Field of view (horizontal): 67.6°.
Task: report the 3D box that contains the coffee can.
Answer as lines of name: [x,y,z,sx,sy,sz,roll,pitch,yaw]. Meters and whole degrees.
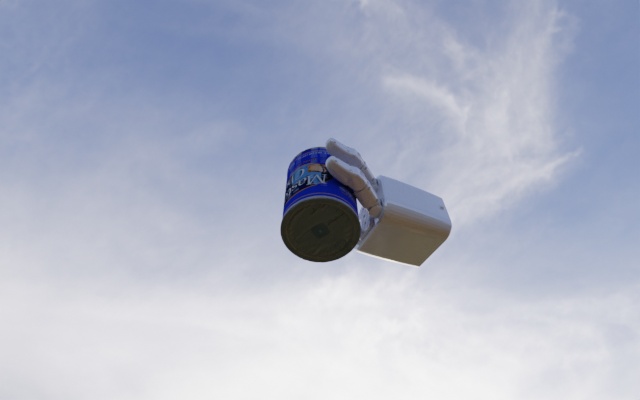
coffee can: [0.000,0.002,0.663,0.103,0.103,0.140,0,33,0]
